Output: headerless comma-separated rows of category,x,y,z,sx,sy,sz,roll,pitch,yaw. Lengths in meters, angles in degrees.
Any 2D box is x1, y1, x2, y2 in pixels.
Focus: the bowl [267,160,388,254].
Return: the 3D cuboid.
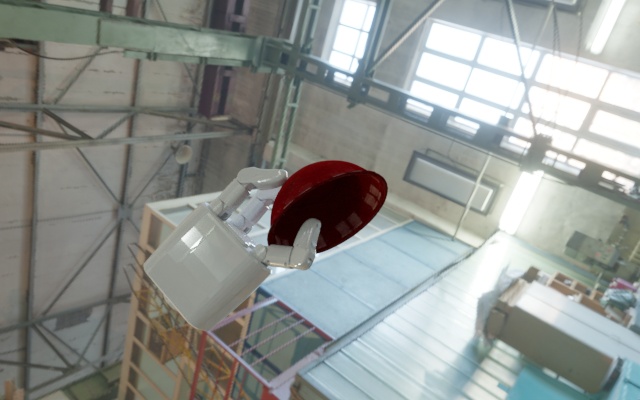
bowl,0.001,0.001,0.587,0.162,0.055,0.162,-22,-31,-14
